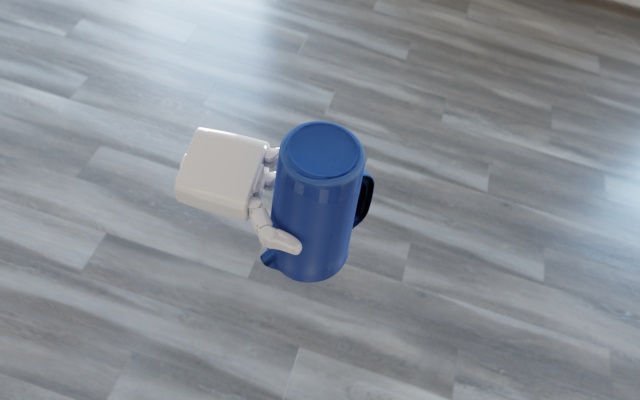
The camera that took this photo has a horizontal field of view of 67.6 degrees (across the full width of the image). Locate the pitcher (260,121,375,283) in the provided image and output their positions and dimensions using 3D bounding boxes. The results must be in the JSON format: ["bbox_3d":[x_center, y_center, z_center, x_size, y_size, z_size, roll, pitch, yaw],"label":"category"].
[{"bbox_3d":[0.000,0.002,0.682,0.145,0.149,0.243,16,-35,4],"label":"pitcher"}]
